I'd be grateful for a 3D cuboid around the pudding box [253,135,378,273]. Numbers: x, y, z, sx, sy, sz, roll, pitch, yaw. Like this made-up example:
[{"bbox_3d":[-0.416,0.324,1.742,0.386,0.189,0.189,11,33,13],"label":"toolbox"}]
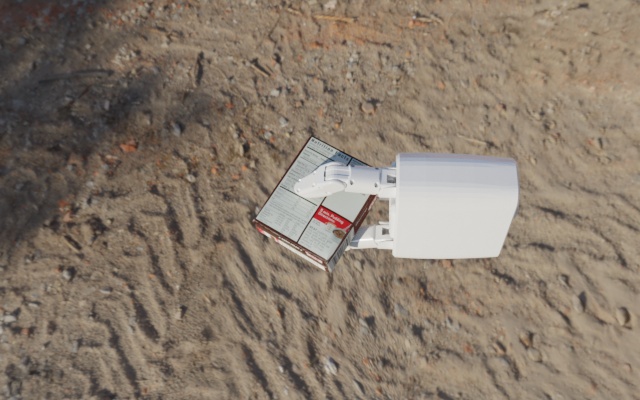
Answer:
[{"bbox_3d":[0.000,0.002,0.482,0.090,0.113,0.039,29,-18,15],"label":"pudding box"}]
